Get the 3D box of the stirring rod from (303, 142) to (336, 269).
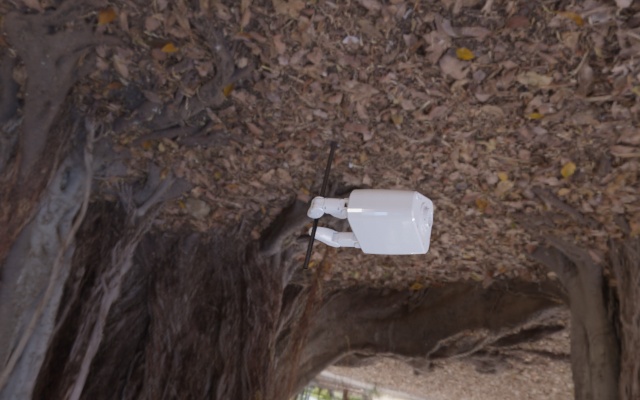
[{"bbox_3d":[0.000,0.003,0.823,0.011,0.239,0.011,11,-23,5],"label":"stirring rod"}]
